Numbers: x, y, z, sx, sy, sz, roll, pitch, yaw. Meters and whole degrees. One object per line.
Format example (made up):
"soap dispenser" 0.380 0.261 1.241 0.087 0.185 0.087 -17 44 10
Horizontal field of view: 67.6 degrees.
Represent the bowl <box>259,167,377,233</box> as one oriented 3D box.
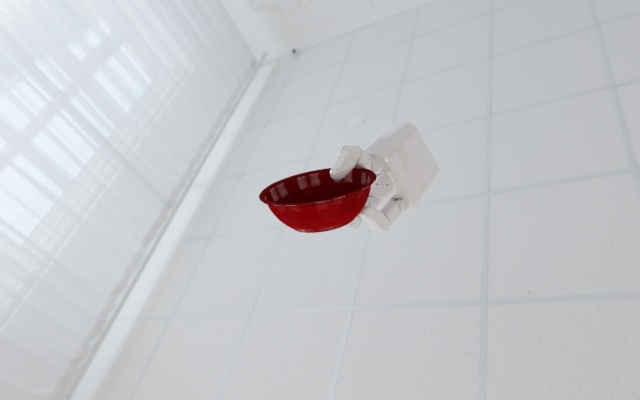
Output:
"bowl" -0.001 0.003 0.655 0.162 0.055 0.162 -9 17 3
